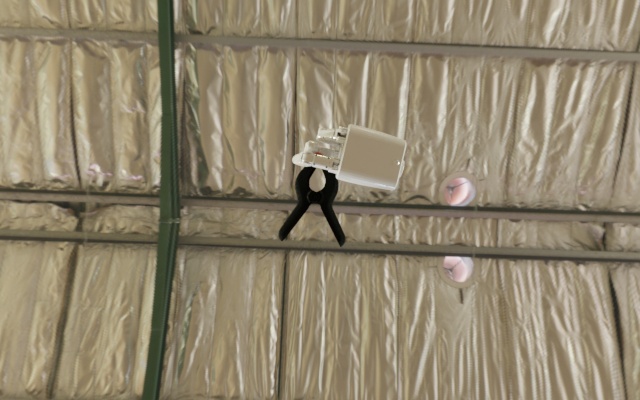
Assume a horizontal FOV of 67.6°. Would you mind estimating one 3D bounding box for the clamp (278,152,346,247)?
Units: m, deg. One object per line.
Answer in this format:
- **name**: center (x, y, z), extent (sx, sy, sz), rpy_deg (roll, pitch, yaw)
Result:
- **clamp**: center (0.000, 0.003, 0.864), extent (0.120, 0.171, 0.039), rpy_deg (14, -1, -3)
